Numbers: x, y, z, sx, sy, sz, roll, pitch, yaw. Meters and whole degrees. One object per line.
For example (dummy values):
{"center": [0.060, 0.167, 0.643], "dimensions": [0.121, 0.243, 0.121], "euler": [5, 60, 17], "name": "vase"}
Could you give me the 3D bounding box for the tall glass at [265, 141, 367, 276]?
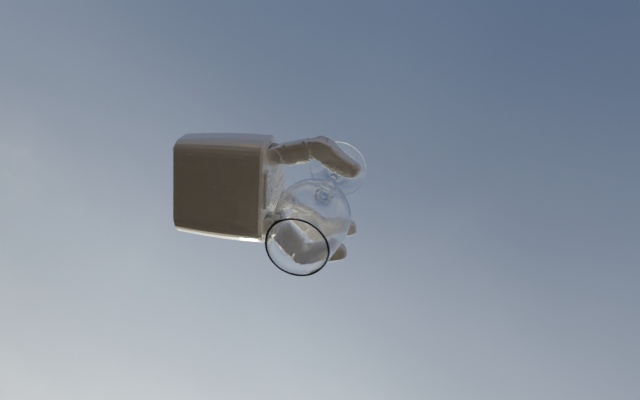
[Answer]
{"center": [0.000, 0.001, 0.522], "dimensions": [0.079, 0.079, 0.201], "euler": [0, 25, 14], "name": "tall glass"}
